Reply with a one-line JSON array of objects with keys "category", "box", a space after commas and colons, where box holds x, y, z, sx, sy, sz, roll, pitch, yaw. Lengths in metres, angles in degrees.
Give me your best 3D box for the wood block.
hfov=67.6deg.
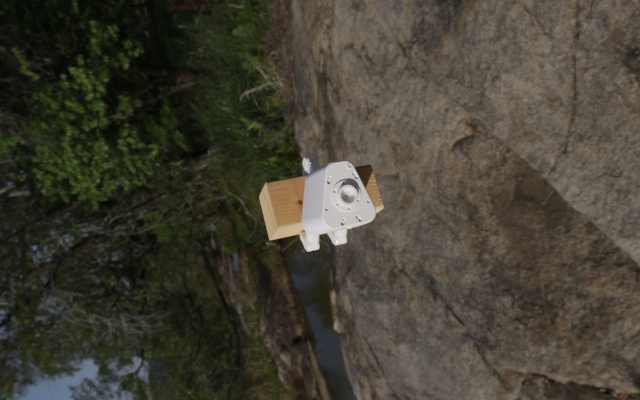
[{"category": "wood block", "box": [0.000, 0.003, 0.899, 0.206, 0.090, 0.090, -10, -15, -19]}]
